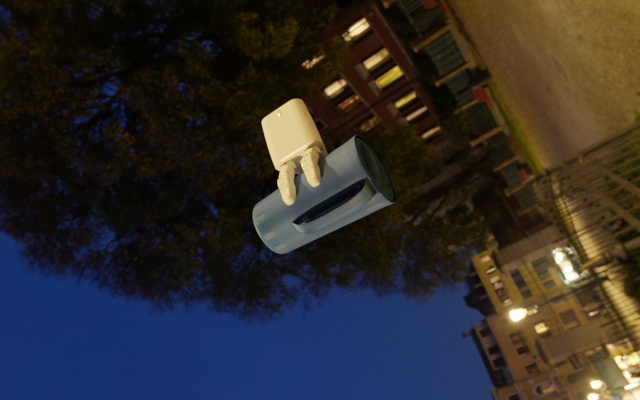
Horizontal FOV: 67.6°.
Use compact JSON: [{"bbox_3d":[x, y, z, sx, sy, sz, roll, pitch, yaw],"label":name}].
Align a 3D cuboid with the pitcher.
[{"bbox_3d":[0.000,0.003,0.843,0.243,0.145,0.149,-30,-25,20],"label":"pitcher"}]
